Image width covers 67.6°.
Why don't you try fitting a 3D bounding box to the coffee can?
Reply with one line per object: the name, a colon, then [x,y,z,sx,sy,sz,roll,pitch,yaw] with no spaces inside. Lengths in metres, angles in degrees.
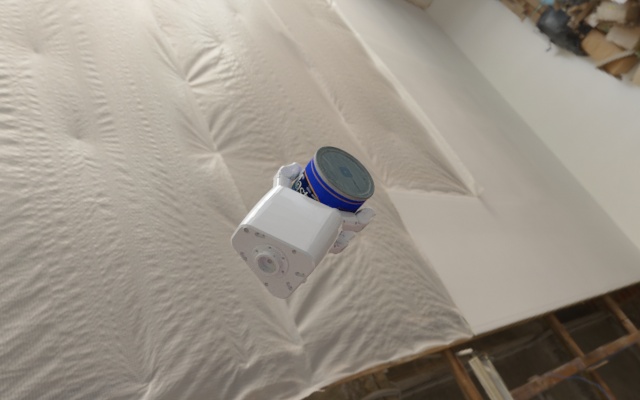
coffee can: [0.000,0.002,0.726,0.103,0.102,0.140,0,-40,-43]
